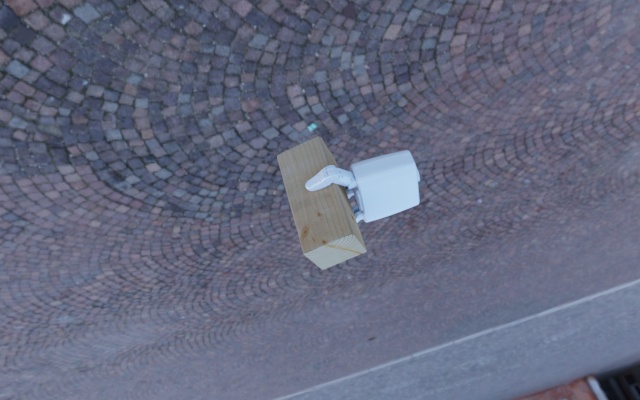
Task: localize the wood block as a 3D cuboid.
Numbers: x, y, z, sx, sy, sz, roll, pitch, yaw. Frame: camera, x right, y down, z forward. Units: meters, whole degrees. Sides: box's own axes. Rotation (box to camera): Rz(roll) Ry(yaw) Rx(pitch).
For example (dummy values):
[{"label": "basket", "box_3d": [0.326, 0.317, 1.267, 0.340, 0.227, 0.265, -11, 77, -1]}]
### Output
[{"label": "wood block", "box_3d": [0.000, 0.003, 0.849, 0.090, 0.206, 0.091, -23, -31, 10]}]
